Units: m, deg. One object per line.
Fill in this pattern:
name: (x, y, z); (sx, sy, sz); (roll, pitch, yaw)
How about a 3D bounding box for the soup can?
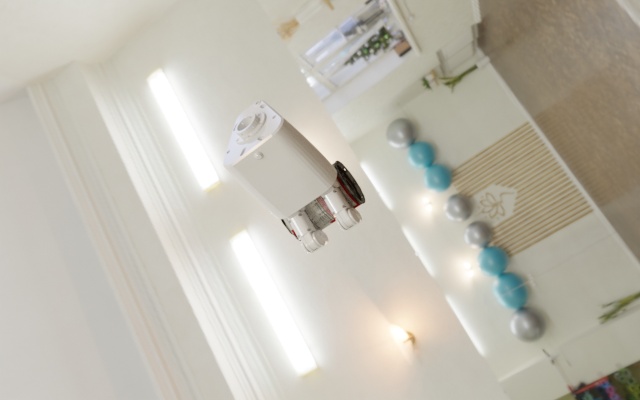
soup can: (0.000, 0.002, 0.647); (0.102, 0.068, 0.068); (-34, -10, 15)
